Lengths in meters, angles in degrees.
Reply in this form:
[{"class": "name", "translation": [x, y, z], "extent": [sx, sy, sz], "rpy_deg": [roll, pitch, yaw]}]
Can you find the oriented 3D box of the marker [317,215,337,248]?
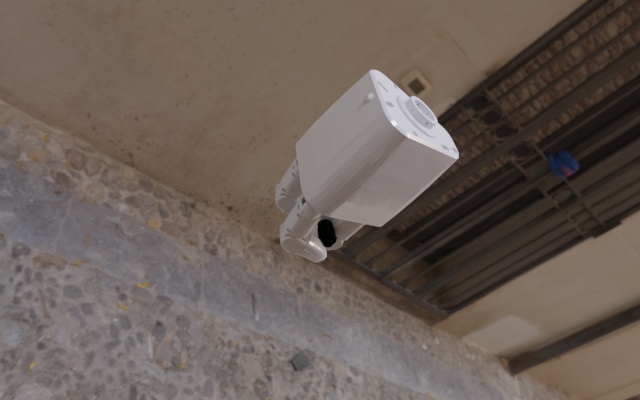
[{"class": "marker", "translation": [0.000, 0.002, 0.522], "extent": [0.020, 0.121, 0.020], "rpy_deg": [-5, -44, -5]}]
